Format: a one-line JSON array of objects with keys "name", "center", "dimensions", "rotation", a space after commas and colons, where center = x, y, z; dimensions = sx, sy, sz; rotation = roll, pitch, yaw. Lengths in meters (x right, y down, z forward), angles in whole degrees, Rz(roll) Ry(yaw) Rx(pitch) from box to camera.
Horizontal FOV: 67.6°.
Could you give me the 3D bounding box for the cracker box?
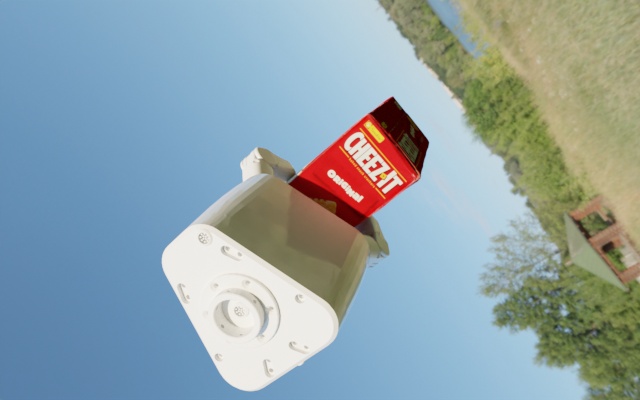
[{"name": "cracker box", "center": [0.000, 0.001, 0.459], "dimensions": [0.214, 0.072, 0.164], "rotation": [-39, 4, 22]}]
